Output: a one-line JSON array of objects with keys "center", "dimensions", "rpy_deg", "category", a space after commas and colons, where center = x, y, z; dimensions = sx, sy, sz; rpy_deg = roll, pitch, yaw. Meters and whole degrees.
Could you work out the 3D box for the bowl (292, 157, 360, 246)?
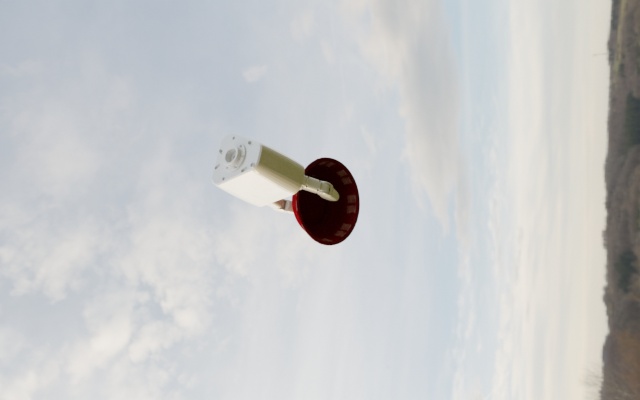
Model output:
[{"center": [0.001, 0.004, 0.891], "dimensions": [0.162, 0.162, 0.055], "rpy_deg": [0, -3, -43], "category": "bowl"}]
